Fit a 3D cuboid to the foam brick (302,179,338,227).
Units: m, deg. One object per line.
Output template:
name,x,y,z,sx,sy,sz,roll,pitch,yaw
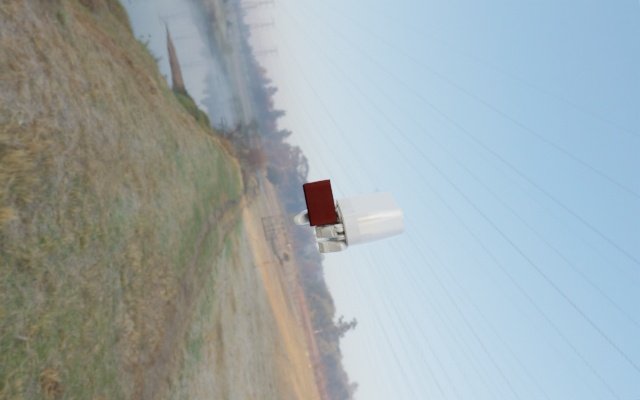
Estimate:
foam brick,0.000,0.003,0.874,0.051,0.078,0.053,-10,8,3
